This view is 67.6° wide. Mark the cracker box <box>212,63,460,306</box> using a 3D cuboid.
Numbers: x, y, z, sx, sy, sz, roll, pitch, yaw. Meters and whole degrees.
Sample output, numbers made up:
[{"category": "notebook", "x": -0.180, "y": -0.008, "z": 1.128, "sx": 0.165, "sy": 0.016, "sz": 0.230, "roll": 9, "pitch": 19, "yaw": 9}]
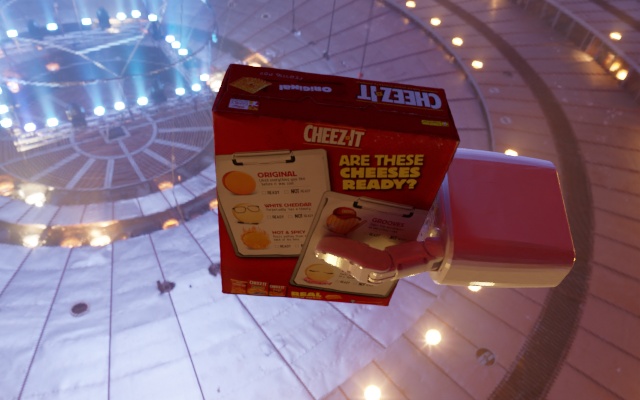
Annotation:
[{"category": "cracker box", "x": 0.000, "y": 0.002, "z": 0.403, "sx": 0.164, "sy": 0.072, "sz": 0.214, "roll": 6, "pitch": -44, "yaw": -4}]
